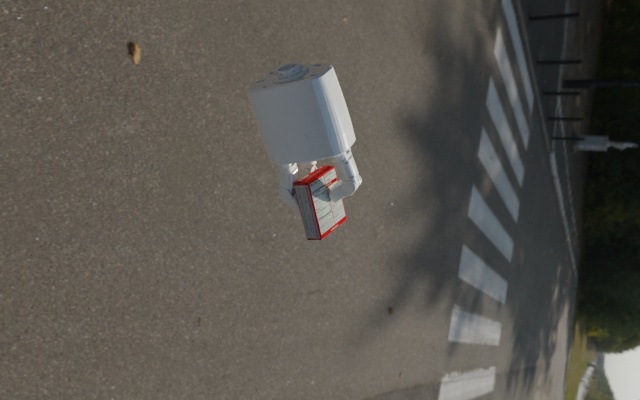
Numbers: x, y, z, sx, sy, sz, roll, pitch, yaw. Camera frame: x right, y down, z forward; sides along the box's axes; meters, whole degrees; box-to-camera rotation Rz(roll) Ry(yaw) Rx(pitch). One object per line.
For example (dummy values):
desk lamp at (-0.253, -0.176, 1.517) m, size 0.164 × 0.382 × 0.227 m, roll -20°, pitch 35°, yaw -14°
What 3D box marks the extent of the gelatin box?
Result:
gelatin box at (0.001, 0.003, 0.689) m, size 0.030 × 0.089 × 0.073 m, roll -1°, pitch 21°, yaw 35°
